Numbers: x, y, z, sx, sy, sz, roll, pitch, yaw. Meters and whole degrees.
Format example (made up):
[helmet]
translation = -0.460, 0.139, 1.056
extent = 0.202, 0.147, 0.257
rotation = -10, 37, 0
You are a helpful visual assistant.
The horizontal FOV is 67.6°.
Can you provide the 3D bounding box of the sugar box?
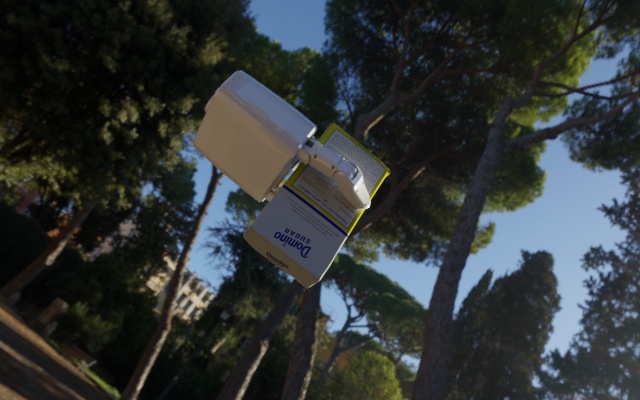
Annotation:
[sugar box]
translation = 0.000, 0.002, 0.544
extent = 0.093, 0.176, 0.048
rotation = 39, -29, -4
